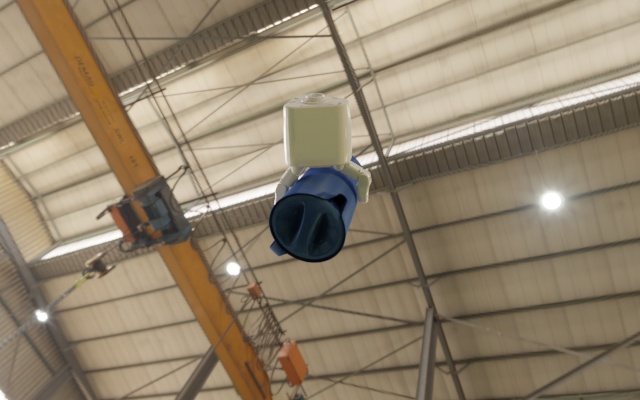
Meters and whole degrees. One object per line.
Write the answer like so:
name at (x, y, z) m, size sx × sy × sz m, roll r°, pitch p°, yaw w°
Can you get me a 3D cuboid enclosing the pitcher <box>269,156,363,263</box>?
pitcher at (0.000, 0.003, 0.889) m, size 0.149 × 0.145 × 0.242 m, roll 5°, pitch 27°, yaw 15°
